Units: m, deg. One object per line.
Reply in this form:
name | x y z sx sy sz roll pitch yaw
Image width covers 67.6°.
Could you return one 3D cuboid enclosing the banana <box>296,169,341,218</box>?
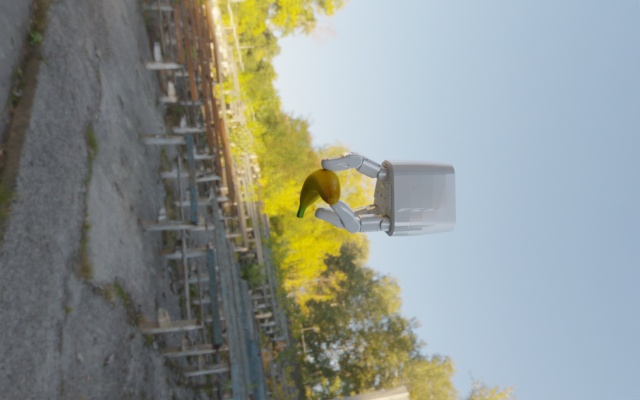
banana | 0.000 -0.016 0.731 0.037 0.069 0.198 4 -9 -13
